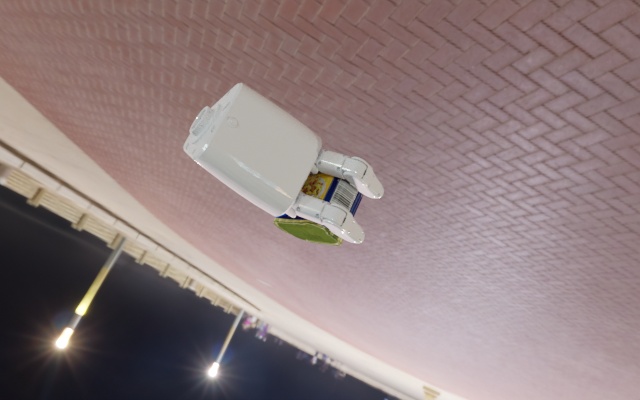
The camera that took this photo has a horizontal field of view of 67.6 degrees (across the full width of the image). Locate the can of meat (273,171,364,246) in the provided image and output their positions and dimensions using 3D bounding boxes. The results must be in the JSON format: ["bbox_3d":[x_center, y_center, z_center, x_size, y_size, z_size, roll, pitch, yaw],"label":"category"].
[{"bbox_3d":[0.000,0.002,0.552,0.057,0.084,0.102,36,-20,-30],"label":"can of meat"}]
